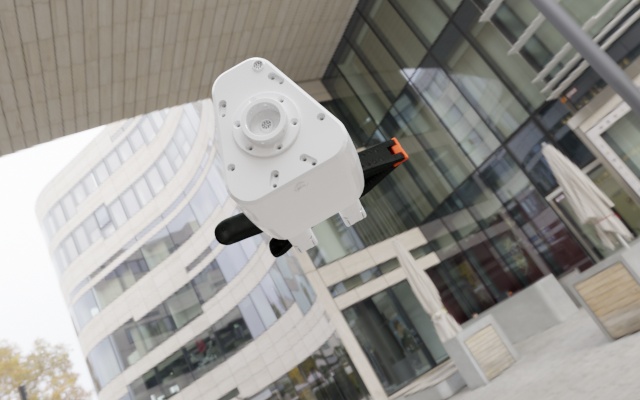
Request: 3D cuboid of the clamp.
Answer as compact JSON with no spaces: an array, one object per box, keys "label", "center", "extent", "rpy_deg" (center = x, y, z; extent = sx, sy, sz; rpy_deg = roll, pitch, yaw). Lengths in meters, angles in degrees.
[{"label":"clamp","center":[0.000,0.001,0.532],"extent":[0.210,0.036,0.164],"rpy_deg":[-31,-16,0]}]
